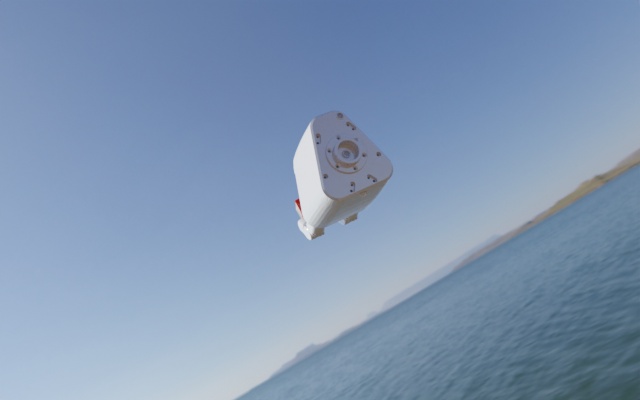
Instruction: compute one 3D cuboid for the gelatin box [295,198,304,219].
[{"bbox_3d":[0.000,0.002,0.727,0.073,0.030,0.089,-27,-7,-6],"label":"gelatin box"}]
